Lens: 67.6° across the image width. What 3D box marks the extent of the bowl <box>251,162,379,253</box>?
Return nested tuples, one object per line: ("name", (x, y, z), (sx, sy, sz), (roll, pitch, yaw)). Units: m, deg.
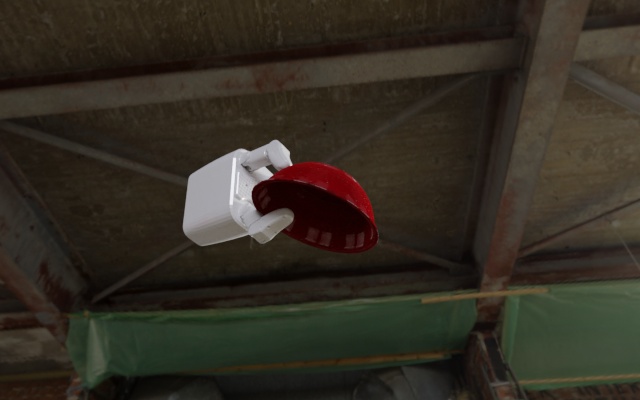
("bowl", (0.001, 0.002, 0.583), (0.162, 0.055, 0.162), (18, -28, 10))
